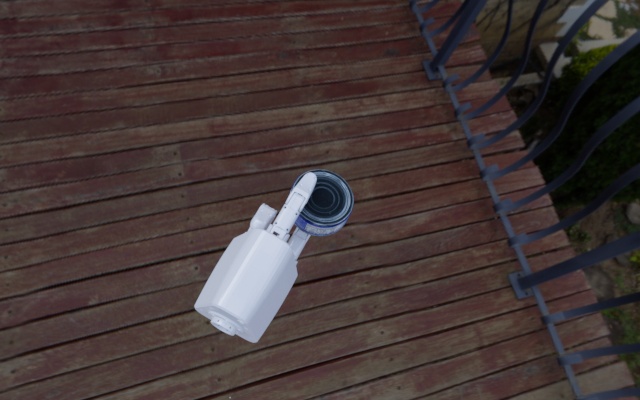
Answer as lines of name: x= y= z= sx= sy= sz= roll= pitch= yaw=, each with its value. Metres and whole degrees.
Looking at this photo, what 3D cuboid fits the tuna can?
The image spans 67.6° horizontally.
tuna can: x=0.000 y=0.002 z=0.634 sx=0.086 sy=0.086 sz=0.034 roll=0 pitch=-27 yaw=-14
